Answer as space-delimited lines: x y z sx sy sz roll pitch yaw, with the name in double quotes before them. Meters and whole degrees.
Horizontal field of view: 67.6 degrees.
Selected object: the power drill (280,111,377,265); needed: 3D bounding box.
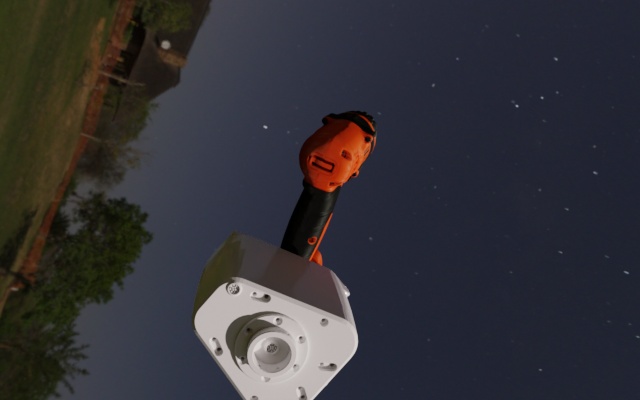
"power drill" 0.000 0.002 0.480 0.057 0.188 0.184 24 22 8
